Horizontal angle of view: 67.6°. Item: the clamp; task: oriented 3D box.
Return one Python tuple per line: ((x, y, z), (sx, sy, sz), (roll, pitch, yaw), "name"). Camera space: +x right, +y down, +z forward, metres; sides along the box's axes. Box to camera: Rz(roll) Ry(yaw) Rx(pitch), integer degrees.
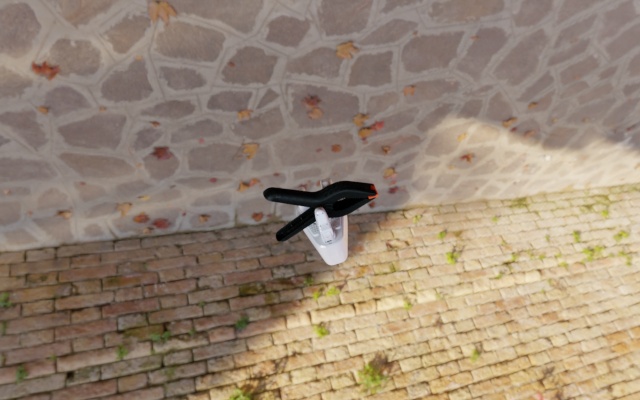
((0.001, 0.003, 0.865), (0.210, 0.036, 0.165), (-18, -32, 1), "clamp")
